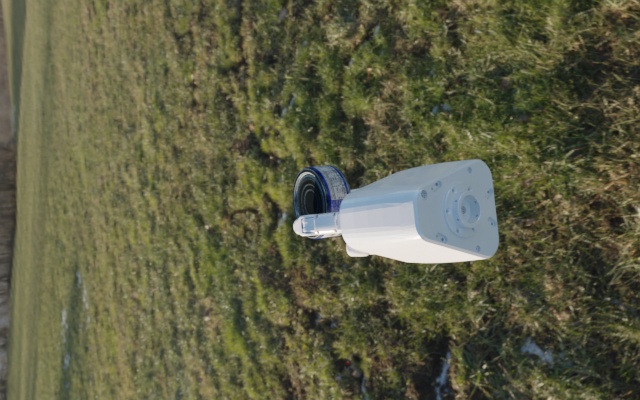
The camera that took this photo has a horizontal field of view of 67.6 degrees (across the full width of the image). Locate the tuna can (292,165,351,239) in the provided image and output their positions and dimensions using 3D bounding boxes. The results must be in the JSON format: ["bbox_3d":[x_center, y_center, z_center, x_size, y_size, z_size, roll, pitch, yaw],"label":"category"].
[{"bbox_3d":[0.000,0.002,0.563,0.034,0.086,0.086,-7,3,-30],"label":"tuna can"}]
